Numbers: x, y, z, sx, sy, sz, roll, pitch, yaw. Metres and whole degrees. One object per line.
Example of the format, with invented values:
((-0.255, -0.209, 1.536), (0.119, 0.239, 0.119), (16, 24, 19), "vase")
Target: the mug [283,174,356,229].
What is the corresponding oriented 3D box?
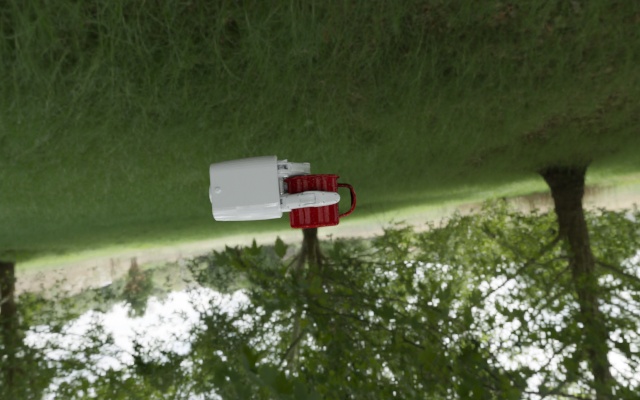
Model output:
((0.002, 0.003, 0.783), (0.117, 0.081, 0.093), (-4, -4, 1), "mug")
